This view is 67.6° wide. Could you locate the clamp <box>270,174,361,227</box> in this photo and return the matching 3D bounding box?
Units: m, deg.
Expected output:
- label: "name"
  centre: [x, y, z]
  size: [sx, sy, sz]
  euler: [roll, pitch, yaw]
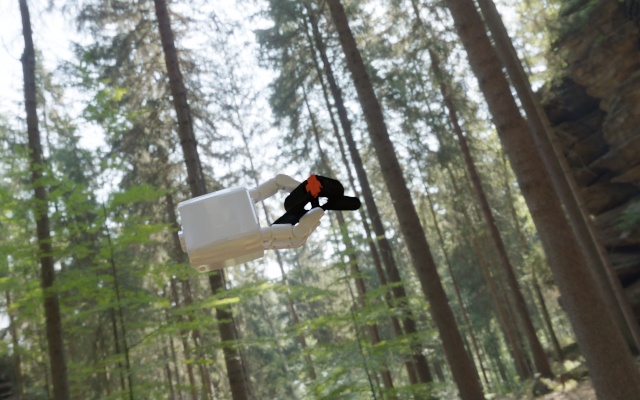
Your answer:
- label: "clamp"
  centre: [0.000, 0.002, 0.754]
  size: [0.164, 0.036, 0.210]
  euler: [-17, -15, -11]
